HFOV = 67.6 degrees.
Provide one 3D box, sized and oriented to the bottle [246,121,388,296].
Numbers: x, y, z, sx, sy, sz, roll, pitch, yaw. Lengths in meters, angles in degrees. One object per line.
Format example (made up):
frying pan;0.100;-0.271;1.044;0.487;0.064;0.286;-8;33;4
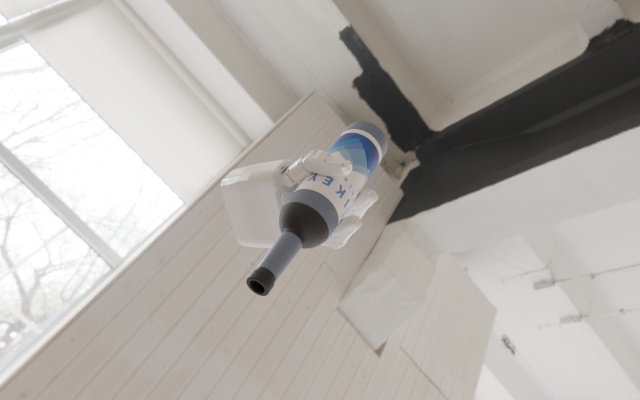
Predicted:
bottle;0.000;0.002;0.590;0.069;0.069;0.295;0;36;34
